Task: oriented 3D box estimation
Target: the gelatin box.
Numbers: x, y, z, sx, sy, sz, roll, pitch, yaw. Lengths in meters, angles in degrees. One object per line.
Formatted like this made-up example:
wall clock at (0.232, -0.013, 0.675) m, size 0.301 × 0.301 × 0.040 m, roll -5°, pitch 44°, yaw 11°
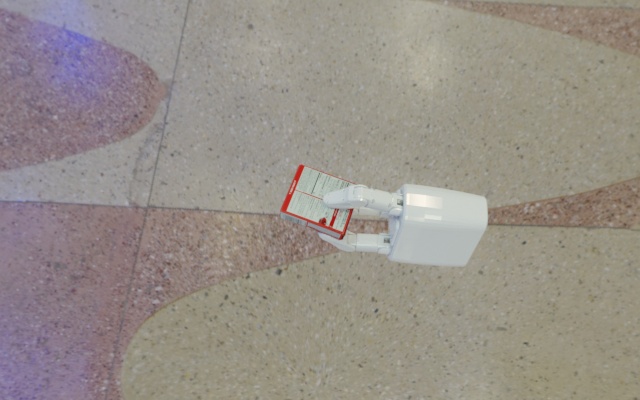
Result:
gelatin box at (0.000, 0.002, 0.626) m, size 0.089 × 0.073 × 0.030 m, roll 20°, pitch -22°, yaw 1°
